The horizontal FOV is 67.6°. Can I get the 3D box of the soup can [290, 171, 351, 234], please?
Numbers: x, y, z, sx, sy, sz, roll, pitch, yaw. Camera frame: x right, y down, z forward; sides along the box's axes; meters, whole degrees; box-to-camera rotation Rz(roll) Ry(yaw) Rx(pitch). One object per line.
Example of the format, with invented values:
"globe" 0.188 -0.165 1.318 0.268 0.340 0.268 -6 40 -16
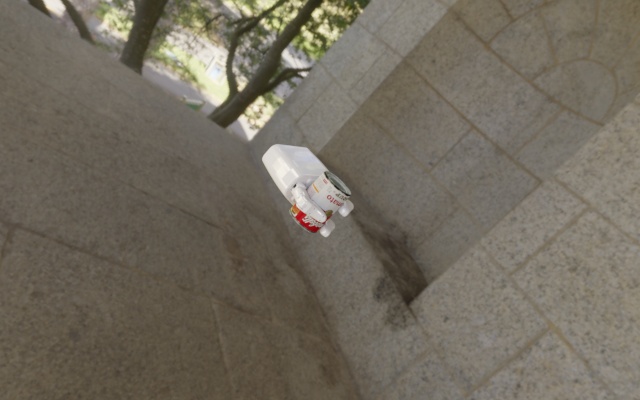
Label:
"soup can" 0.001 0.003 0.896 0.068 0.102 0.068 40 15 -13
